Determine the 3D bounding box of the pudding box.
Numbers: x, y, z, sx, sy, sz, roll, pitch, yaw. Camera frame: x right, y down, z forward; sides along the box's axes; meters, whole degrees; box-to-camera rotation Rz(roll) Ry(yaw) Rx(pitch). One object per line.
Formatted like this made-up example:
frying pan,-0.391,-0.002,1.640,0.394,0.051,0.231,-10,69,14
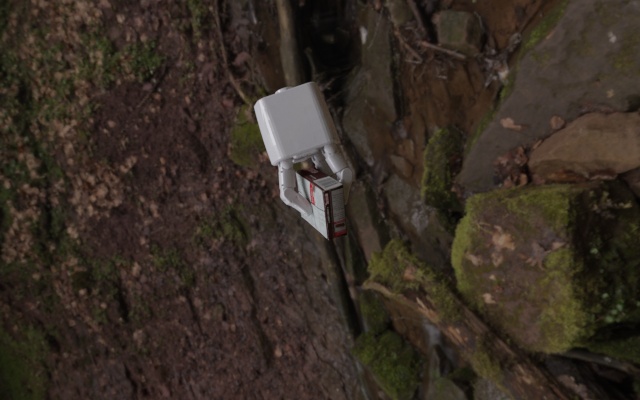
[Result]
pudding box,0.000,0.003,0.789,0.039,0.090,0.113,-16,25,-20
